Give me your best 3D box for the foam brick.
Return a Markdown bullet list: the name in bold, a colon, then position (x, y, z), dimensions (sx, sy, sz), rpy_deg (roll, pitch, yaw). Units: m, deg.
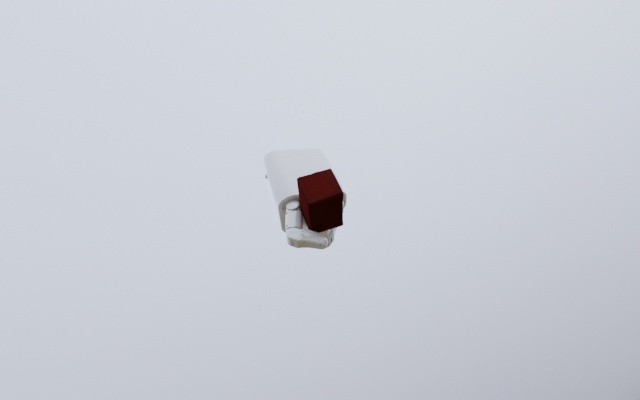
- **foam brick**: position (0.000, 0.002, 0.681), dimensions (0.053, 0.051, 0.078), rpy_deg (-16, -36, -10)
